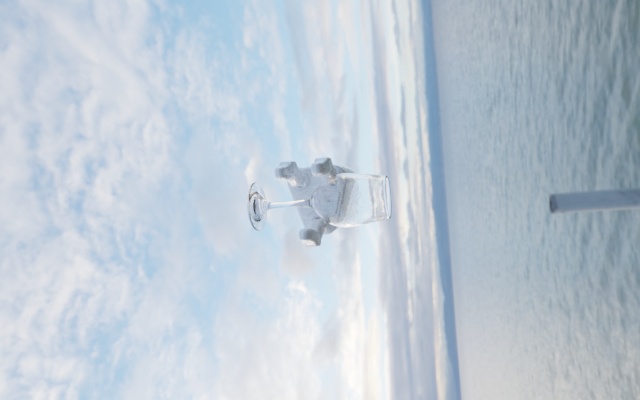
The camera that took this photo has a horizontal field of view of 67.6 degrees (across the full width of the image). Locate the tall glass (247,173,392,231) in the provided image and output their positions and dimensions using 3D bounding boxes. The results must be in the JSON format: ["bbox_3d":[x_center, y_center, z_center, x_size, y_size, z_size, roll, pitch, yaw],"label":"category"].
[{"bbox_3d":[-0.001,0.002,0.697,0.201,0.079,0.079,-4,-1,15],"label":"tall glass"}]
